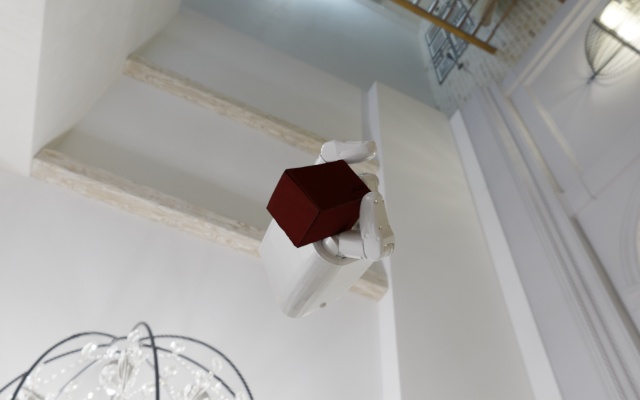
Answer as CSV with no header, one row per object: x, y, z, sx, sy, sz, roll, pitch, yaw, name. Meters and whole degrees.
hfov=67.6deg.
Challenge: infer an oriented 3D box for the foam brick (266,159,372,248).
0.000,0.001,0.439,0.078,0.053,0.051,-14,-34,-45,foam brick
